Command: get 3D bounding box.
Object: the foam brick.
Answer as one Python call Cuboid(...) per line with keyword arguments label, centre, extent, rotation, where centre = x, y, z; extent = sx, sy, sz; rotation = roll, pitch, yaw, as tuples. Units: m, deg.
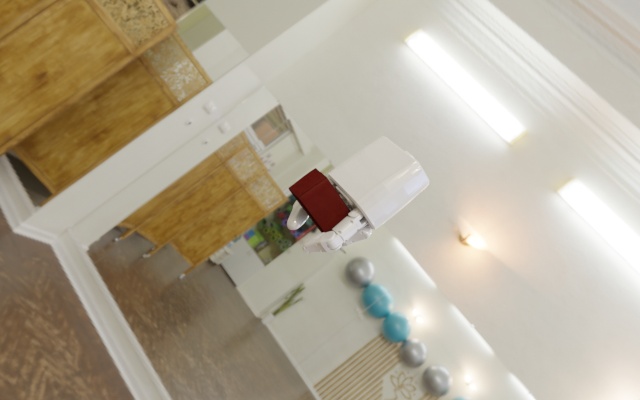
Cuboid(label="foam brick", centre=(0.000, 0.002, 0.681), extent=(0.051, 0.078, 0.053), rotation=(-37, 26, -3))
